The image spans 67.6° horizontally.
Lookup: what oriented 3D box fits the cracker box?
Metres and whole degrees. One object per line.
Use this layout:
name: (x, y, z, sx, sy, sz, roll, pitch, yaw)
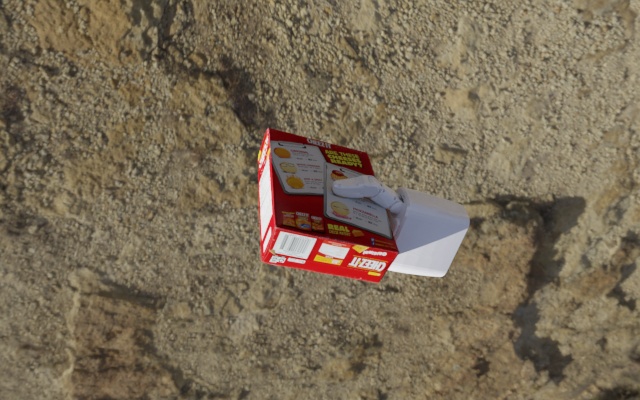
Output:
cracker box: (0.000, 0.002, 0.656, 0.164, 0.072, 0.213, 12, 37, -19)
